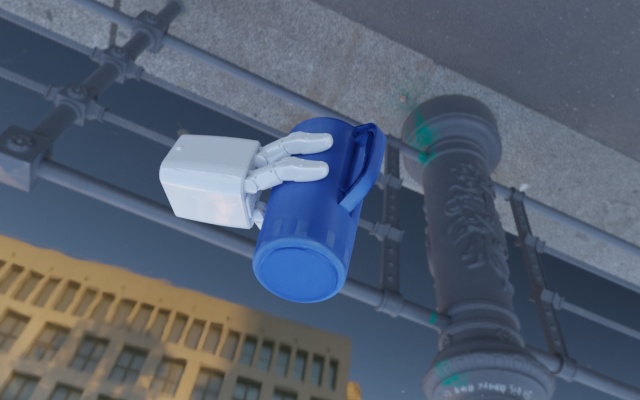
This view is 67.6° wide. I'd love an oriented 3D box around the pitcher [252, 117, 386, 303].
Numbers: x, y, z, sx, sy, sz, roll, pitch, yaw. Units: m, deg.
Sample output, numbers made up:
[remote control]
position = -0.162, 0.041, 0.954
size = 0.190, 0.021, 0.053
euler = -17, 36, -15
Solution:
[pitcher]
position = 0.000, 0.002, 0.614
size = 0.145, 0.149, 0.242
euler = 8, 41, 4
